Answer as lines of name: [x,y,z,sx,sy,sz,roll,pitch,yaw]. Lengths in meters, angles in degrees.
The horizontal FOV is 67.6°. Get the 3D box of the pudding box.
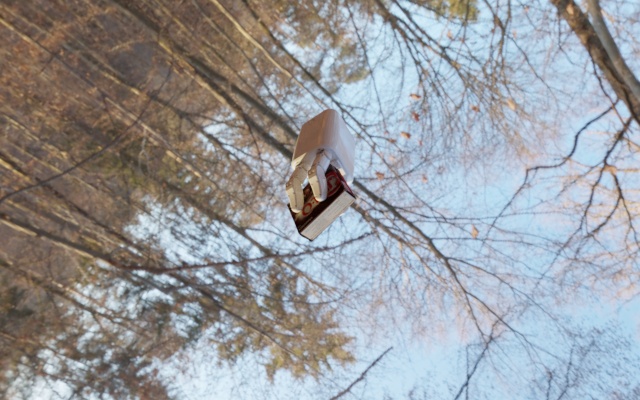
pudding box: [0.000,0.003,0.825,0.039,0.113,0.090,35,17,-33]
